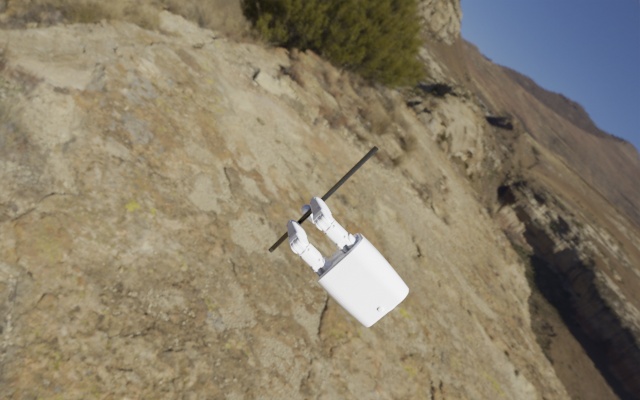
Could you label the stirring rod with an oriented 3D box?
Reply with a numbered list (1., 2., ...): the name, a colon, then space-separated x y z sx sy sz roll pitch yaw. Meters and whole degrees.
1. stirring rod: 0.000 0.003 0.734 0.239 0.011 0.011 -44 -18 19
